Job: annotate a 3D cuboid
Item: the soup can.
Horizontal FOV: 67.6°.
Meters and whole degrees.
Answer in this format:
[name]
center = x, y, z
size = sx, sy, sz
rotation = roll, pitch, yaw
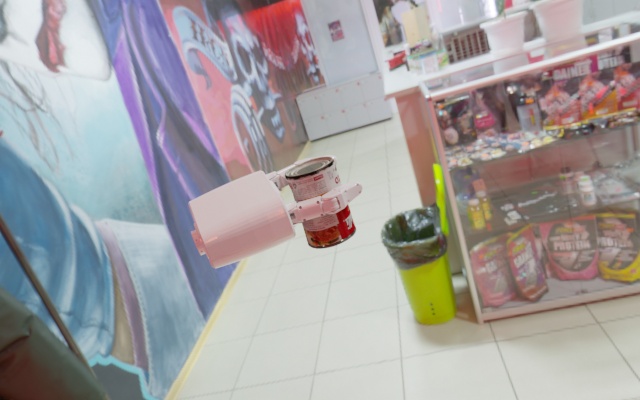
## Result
[soup can]
center = 0.000, 0.002, 0.622
size = 0.068, 0.102, 0.068
rotation = -17, 18, 6
